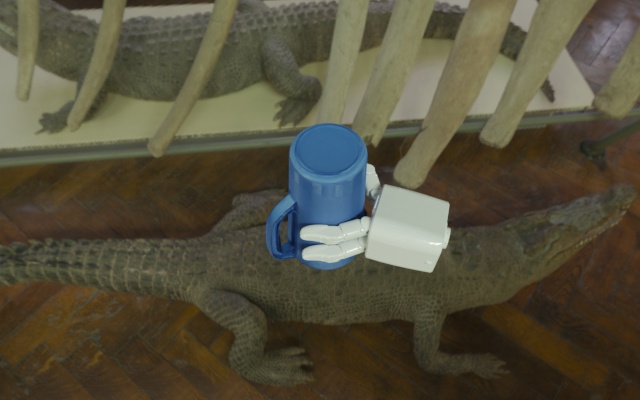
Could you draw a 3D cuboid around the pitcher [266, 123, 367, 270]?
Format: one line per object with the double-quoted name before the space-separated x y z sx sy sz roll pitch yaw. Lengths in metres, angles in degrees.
"pitcher" 0.000 0.002 0.741 0.145 0.149 0.243 14 -33 9
